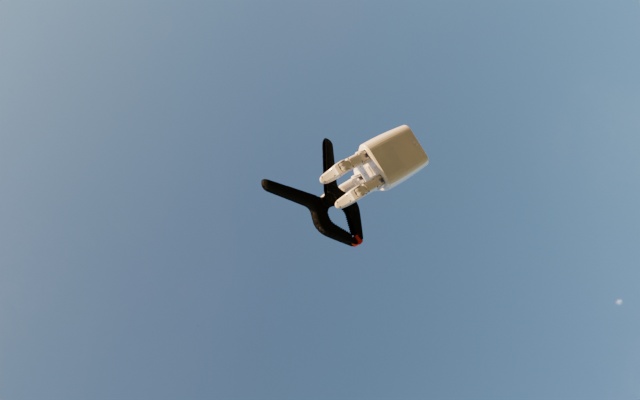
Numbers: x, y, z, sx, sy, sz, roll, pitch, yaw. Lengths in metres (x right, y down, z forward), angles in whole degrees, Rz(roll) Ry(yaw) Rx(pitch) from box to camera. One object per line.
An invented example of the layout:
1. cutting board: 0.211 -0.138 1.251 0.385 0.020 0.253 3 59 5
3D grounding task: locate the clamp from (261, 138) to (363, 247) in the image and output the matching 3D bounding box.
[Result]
1. clamp: 0.000 0.003 0.892 0.164 0.210 0.036 -29 -6 -20
